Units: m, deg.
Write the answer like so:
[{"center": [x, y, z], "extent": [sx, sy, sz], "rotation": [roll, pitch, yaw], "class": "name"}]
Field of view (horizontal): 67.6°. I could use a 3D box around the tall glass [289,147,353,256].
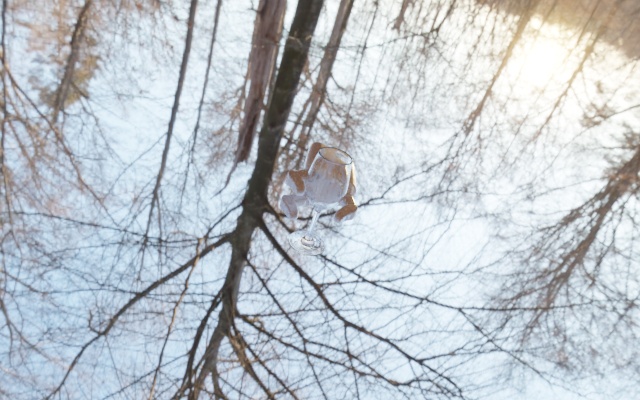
[{"center": [0.000, 0.004, 0.880], "extent": [0.079, 0.201, 0.079], "rotation": [13, 32, -8], "class": "tall glass"}]
